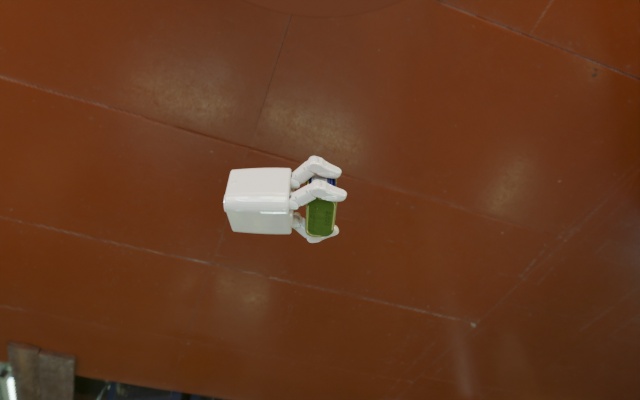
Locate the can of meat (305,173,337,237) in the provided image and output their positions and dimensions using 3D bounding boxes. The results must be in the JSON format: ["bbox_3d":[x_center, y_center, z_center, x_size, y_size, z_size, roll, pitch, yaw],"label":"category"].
[{"bbox_3d":[0.000,0.003,0.844,0.057,0.102,0.083,3,43,-2],"label":"can of meat"}]
